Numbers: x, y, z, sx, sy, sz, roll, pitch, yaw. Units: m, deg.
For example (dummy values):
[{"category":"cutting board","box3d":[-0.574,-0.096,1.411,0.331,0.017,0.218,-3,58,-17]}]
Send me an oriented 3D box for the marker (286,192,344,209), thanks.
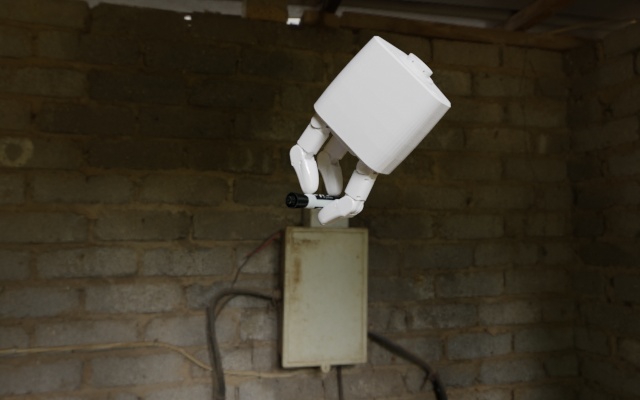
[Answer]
[{"category":"marker","box3d":[0.000,0.002,0.583,0.020,0.020,0.121,0,-2,37]}]
